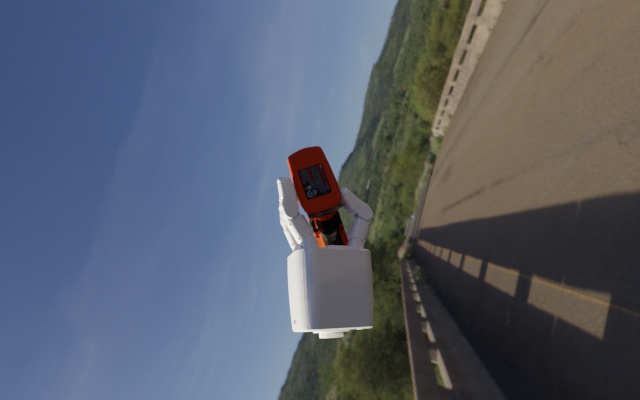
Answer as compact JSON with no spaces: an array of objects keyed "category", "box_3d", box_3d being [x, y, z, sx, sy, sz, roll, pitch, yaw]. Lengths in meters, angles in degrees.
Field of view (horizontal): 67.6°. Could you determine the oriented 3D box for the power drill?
[{"category":"power drill","box_3d":[0.000,0.002,0.730,0.057,0.184,0.188,-21,-32,-1]}]
